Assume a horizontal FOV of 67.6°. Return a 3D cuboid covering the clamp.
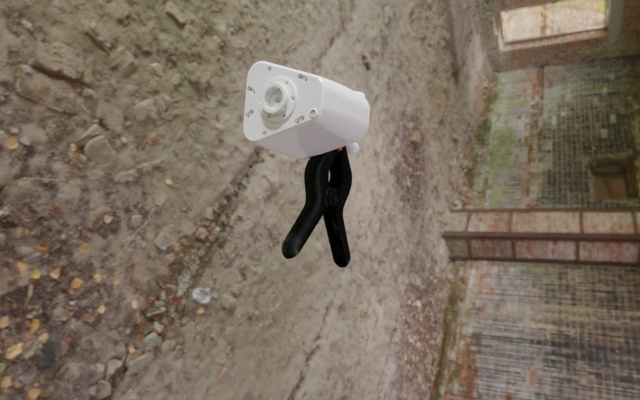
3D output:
[{"bbox_3d":[0.001,0.002,0.604,0.039,0.171,0.120,-1,-4,34],"label":"clamp"}]
